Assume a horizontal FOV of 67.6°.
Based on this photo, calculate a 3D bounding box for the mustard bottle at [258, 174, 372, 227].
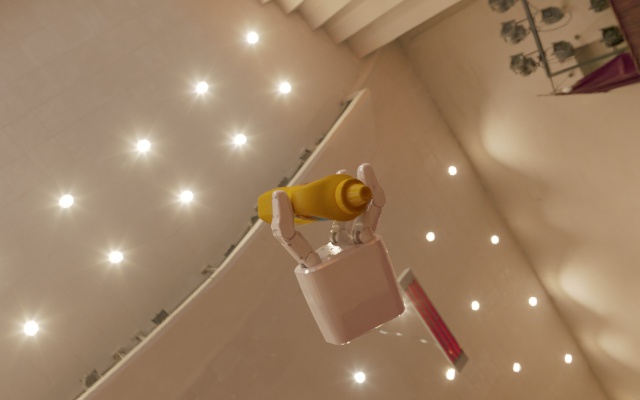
[{"bbox_3d":[0.000,0.002,0.614,0.096,0.058,0.191,3,-6,-32],"label":"mustard bottle"}]
